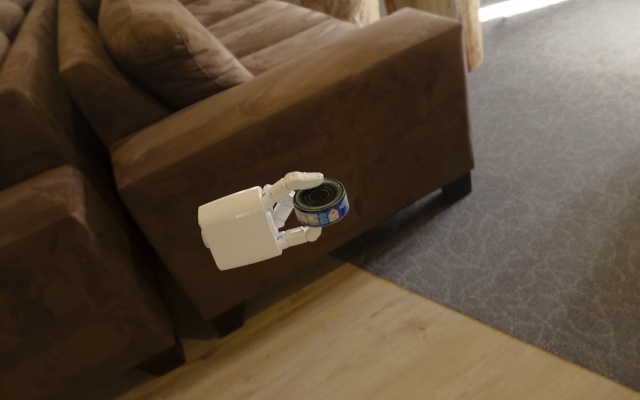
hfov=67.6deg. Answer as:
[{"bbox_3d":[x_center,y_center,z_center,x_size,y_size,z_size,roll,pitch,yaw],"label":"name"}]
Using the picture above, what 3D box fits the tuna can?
[{"bbox_3d":[0.000,0.002,0.751,0.086,0.034,0.086,-9,37,7],"label":"tuna can"}]
